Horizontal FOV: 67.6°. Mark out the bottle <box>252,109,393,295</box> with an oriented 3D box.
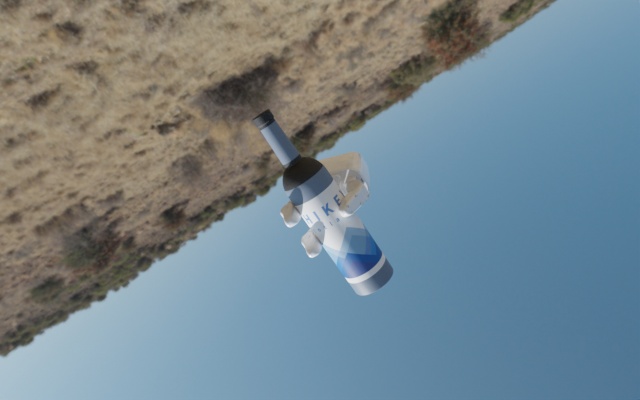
[{"bbox_3d":[0.000,0.002,0.676,0.069,0.296,0.069,-32,15,10],"label":"bottle"}]
